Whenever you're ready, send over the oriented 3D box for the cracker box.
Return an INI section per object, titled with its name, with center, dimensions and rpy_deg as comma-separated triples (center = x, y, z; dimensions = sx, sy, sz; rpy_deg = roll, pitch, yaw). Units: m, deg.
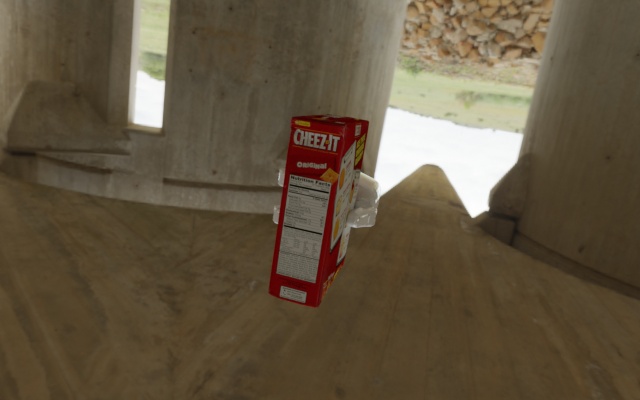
[cracker box]
center = 0.000, 0.002, 0.604
dimensions = 0.072, 0.214, 0.164
rpy_deg = 11, 13, 12
